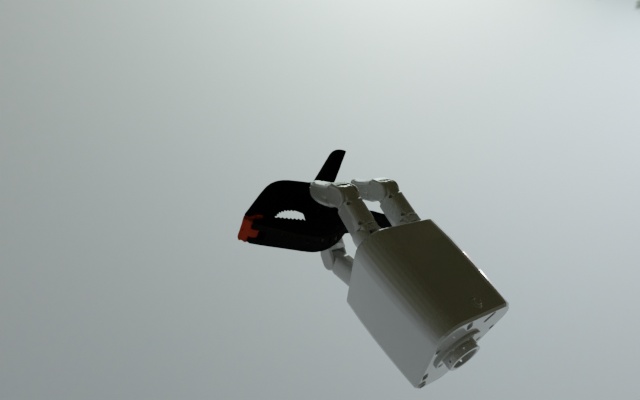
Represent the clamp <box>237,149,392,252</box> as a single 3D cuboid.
[{"bbox_3d":[0.000,0.003,0.510,0.210,0.036,0.164,-8,43,-37],"label":"clamp"}]
